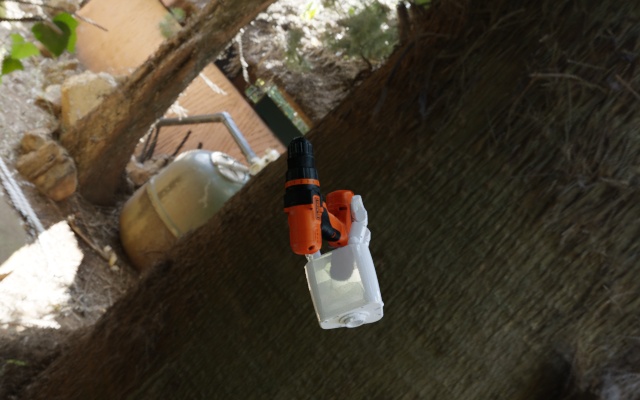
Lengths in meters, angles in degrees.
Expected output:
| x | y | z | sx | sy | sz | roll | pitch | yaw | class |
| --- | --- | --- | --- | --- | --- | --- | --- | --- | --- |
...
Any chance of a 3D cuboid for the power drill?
| x | y | z | sx | sy | sz | roll | pitch | yaw | class |
| --- | --- | --- | --- | --- | --- | --- | --- | --- | --- |
| 0.000 | 0.003 | 0.794 | 0.057 | 0.184 | 0.188 | -8 | -13 | 25 | power drill |
